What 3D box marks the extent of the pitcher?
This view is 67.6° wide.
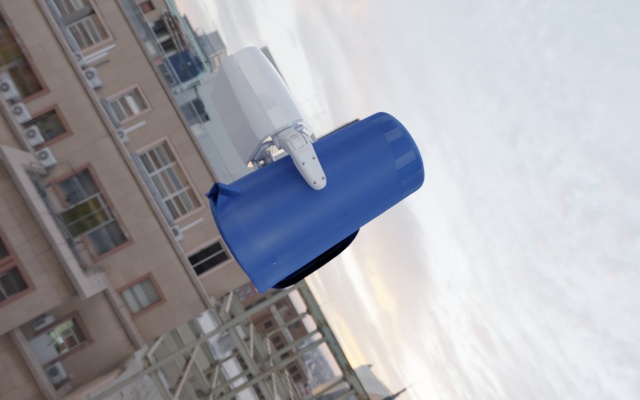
[{"bbox_3d":[0.000,0.002,0.575,0.243,0.145,0.149,-29,-4,-8],"label":"pitcher"}]
